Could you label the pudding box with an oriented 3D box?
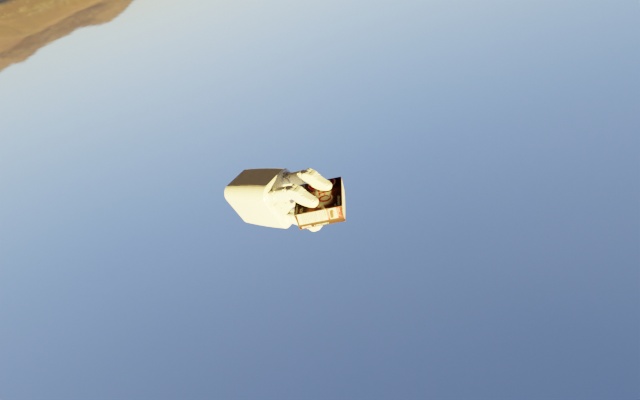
[{"bbox_3d":[0.000,0.003,0.894,0.090,0.039,0.113,-12,32,8],"label":"pudding box"}]
